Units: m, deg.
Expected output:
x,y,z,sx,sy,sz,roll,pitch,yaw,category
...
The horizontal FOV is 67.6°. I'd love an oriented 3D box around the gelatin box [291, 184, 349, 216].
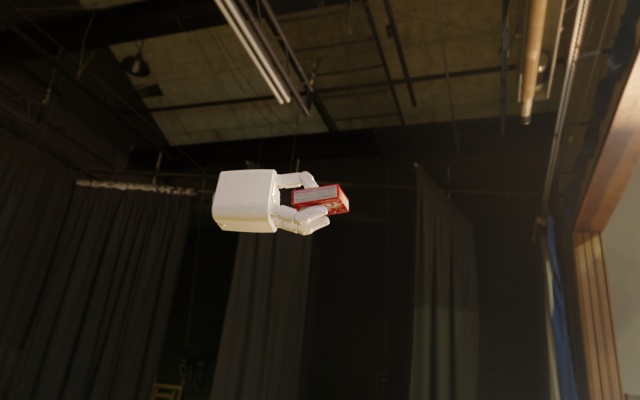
x,y,z,sx,sy,sz,roll,pitch,yaw,category
0.000,0.002,0.872,0.089,0.030,0.073,-9,-24,15,gelatin box
